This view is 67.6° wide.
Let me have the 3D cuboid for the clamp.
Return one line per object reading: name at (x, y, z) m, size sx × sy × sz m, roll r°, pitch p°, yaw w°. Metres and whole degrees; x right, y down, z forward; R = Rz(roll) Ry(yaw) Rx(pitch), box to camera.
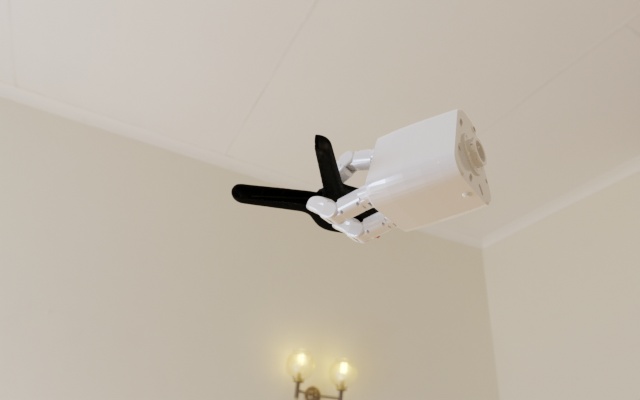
clamp at (0.001, 0.002, 0.629) m, size 0.164 × 0.036 × 0.210 m, roll -20°, pitch -39°, yaw 33°
